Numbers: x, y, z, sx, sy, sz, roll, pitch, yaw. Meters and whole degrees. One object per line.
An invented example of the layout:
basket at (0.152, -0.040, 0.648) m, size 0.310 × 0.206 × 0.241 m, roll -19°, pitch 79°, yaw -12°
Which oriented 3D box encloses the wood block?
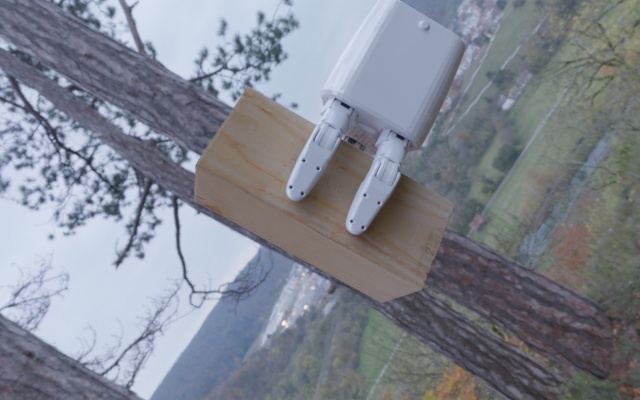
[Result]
wood block at (0.000, 0.001, 0.434) m, size 0.206 × 0.090 × 0.091 m, roll 29°, pitch -23°, yaw -4°
